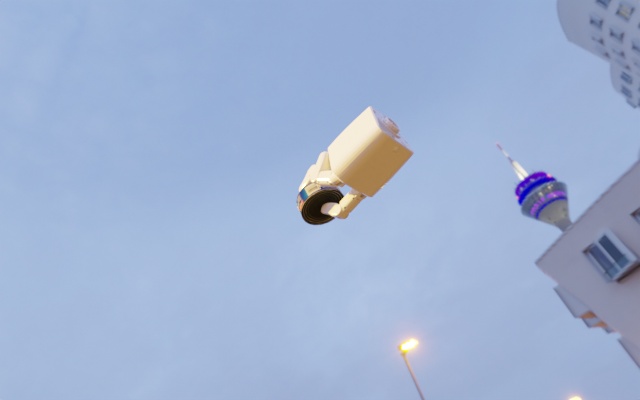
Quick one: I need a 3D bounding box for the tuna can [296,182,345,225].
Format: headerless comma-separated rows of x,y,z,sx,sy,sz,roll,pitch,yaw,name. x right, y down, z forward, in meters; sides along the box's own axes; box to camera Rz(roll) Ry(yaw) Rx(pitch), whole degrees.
0.000,0.003,0.873,0.086,0.086,0.033,0,40,-27,tuna can
